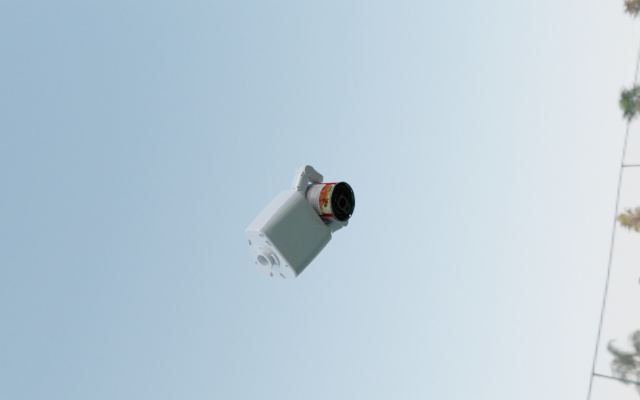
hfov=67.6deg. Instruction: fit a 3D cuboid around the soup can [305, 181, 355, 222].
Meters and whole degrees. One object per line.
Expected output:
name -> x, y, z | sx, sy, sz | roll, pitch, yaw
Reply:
soup can -> 0.000, 0.002, 0.831 | 0.102, 0.068, 0.068 | -1, -1, 41
